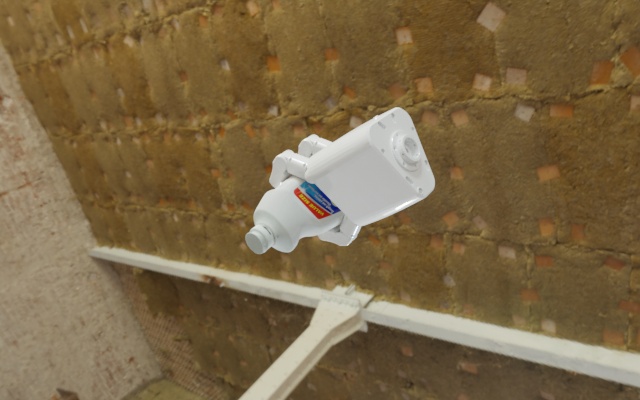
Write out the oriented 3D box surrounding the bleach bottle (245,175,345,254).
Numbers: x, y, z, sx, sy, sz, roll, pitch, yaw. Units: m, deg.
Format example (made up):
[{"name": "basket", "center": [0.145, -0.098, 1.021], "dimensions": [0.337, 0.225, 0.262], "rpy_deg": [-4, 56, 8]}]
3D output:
[{"name": "bleach bottle", "center": [0.000, 0.002, 0.642], "dimensions": [0.068, 0.102, 0.250], "rpy_deg": [-24, 10, 46]}]
